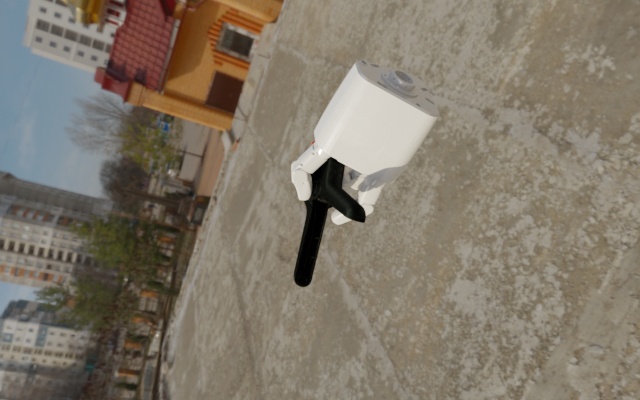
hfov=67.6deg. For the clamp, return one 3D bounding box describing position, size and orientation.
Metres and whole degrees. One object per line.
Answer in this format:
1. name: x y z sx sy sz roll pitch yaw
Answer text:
1. clamp: -0.001 0.001 0.649 0.036 0.209 0.165 17 -51 -22
